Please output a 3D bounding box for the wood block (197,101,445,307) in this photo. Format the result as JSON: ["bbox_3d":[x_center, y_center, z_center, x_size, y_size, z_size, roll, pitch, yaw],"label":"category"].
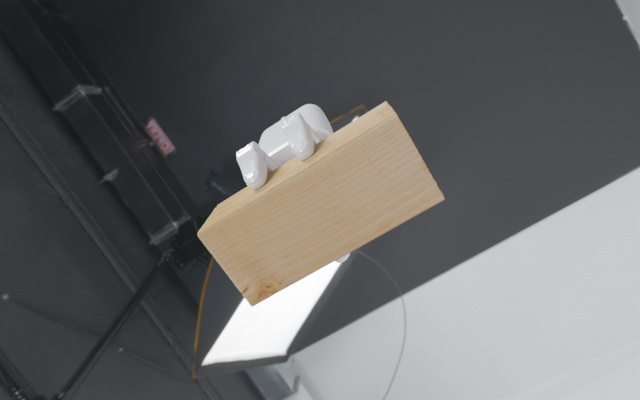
[{"bbox_3d":[0.000,0.002,0.462,0.206,0.091,0.090,-31,15,11],"label":"wood block"}]
